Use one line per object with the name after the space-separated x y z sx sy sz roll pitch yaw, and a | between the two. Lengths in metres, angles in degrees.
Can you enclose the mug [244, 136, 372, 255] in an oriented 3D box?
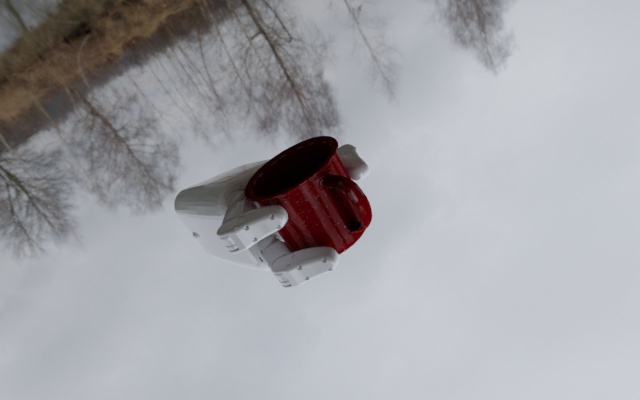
0.001 0.002 0.422 0.117 0.081 0.093 2 41 49 | mug
